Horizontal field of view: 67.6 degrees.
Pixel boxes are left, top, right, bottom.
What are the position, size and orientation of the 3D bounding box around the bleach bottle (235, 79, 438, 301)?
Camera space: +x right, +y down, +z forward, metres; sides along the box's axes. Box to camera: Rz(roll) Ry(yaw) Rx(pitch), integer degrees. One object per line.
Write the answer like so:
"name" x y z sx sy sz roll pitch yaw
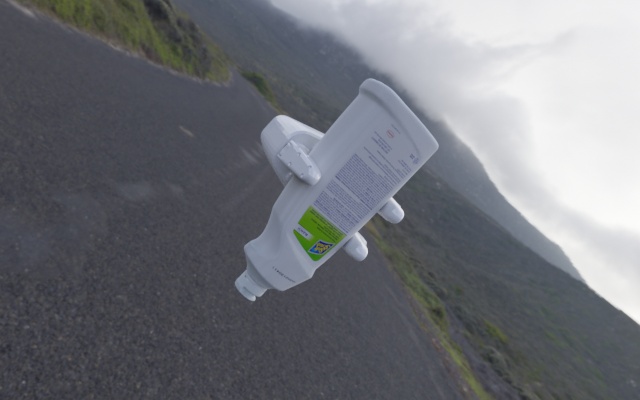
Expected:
"bleach bottle" 0.000 0.002 0.493 0.103 0.251 0.068 41 6 -28
